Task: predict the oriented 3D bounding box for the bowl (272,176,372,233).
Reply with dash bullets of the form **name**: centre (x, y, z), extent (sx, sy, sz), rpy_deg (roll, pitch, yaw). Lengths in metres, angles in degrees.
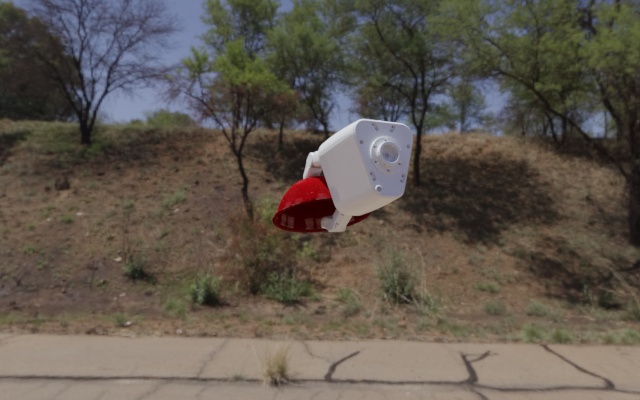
- **bowl**: centre (-0.001, 0.003, 0.779), extent (0.162, 0.055, 0.162), rpy_deg (-7, -21, -3)
